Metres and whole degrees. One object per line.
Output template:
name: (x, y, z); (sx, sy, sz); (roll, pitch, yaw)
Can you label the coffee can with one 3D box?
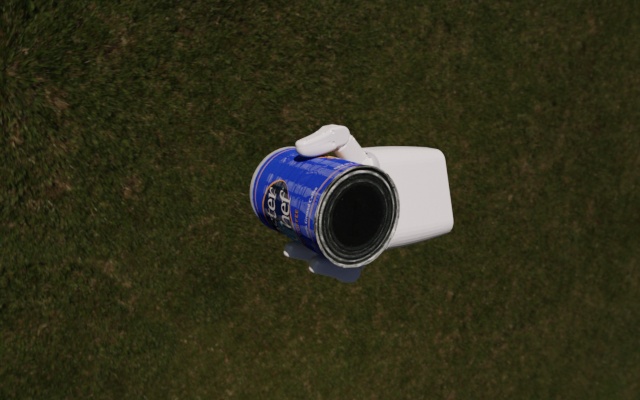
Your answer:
coffee can: (0.000, 0.002, 0.513); (0.103, 0.103, 0.140); (0, 12, -34)
